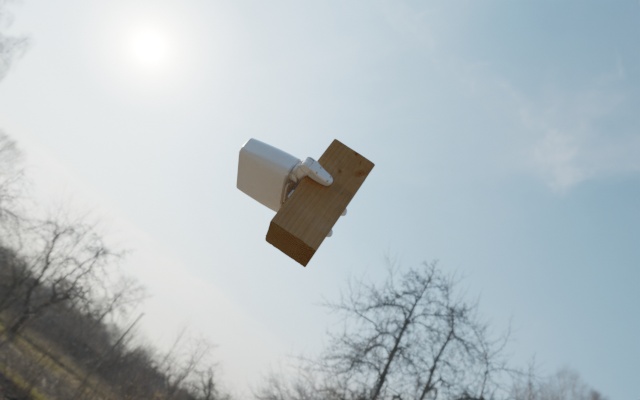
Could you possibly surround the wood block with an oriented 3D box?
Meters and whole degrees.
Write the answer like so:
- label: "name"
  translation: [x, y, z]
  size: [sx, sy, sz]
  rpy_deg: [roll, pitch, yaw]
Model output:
- label: "wood block"
  translation: [0.000, 0.002, 0.847]
  size: [0.090, 0.206, 0.091]
  rpy_deg: [34, -28, 4]
